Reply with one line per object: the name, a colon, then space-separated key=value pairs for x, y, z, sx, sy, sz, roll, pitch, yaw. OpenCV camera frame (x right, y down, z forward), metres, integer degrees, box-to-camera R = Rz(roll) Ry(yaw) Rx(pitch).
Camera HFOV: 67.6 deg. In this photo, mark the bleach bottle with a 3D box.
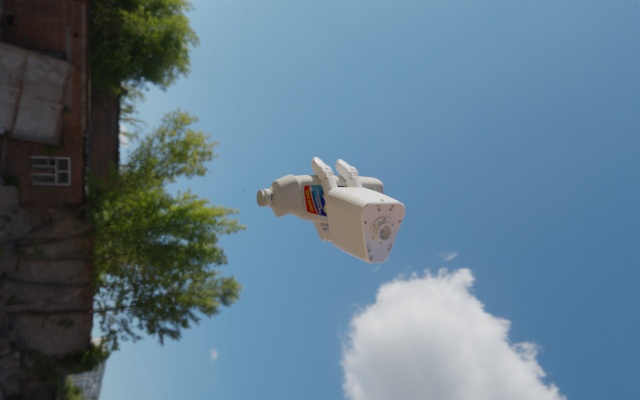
bleach bottle: x=0.000 y=0.003 z=0.897 sx=0.251 sy=0.102 sz=0.068 roll=-1 pitch=13 yaw=-31
